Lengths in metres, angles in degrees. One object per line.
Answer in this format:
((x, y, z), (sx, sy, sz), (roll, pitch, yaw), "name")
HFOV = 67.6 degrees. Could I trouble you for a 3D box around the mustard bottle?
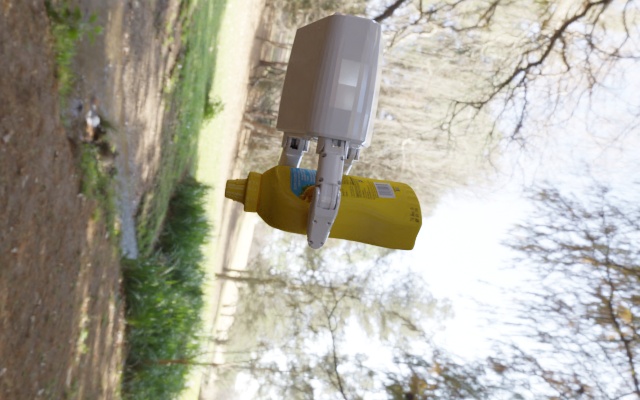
((0.000, 0.002, 0.484), (0.191, 0.058, 0.096), (9, 28, -9), "mustard bottle")
